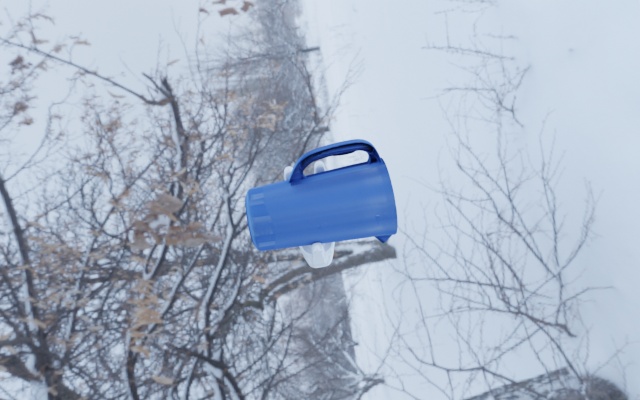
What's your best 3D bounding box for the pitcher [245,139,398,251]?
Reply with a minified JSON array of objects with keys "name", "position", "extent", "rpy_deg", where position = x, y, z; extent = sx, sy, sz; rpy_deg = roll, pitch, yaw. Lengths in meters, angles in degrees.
[{"name":"pitcher","position":[0.000,0.003,0.803],"extent":[0.243,0.149,0.145],"rpy_deg":[-10,-22,-1]}]
